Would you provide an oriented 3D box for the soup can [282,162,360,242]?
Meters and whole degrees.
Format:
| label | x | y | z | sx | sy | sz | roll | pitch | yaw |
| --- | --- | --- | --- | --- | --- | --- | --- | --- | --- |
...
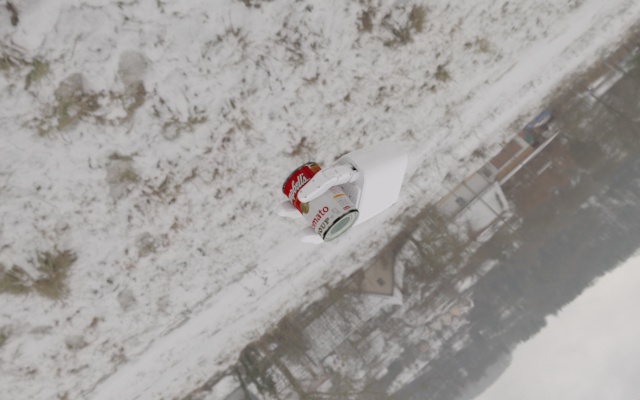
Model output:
| label | x | y | z | sx | sy | sz | roll | pitch | yaw |
| --- | --- | --- | --- | --- | --- | --- | --- | --- | --- |
| soup can | 0.000 | 0.003 | 0.697 | 0.068 | 0.102 | 0.068 | -34 | -22 | -16 |
